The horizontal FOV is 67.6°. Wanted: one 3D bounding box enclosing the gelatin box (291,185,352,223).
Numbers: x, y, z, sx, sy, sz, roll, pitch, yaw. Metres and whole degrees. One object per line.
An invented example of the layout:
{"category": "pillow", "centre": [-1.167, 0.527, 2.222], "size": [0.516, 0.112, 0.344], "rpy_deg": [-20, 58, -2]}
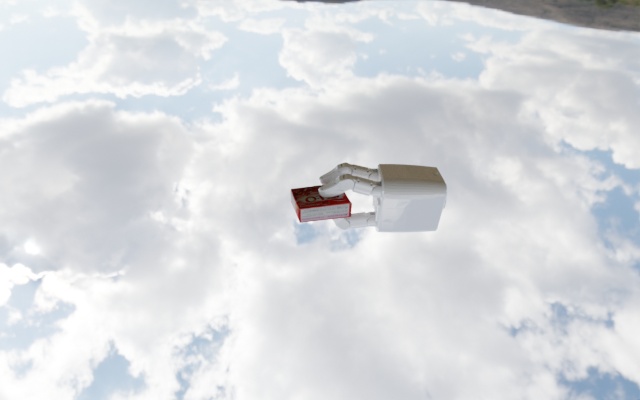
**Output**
{"category": "gelatin box", "centre": [0.000, 0.003, 0.792], "size": [0.089, 0.030, 0.073], "rpy_deg": [-7, 29, -12]}
